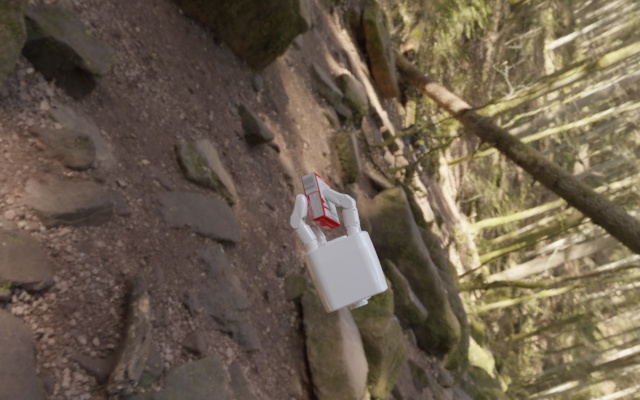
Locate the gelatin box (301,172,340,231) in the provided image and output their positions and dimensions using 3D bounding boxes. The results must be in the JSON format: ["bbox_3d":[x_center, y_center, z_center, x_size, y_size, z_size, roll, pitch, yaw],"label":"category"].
[{"bbox_3d":[0.000,0.002,0.851,0.030,0.089,0.073,-21,-23,16],"label":"gelatin box"}]
